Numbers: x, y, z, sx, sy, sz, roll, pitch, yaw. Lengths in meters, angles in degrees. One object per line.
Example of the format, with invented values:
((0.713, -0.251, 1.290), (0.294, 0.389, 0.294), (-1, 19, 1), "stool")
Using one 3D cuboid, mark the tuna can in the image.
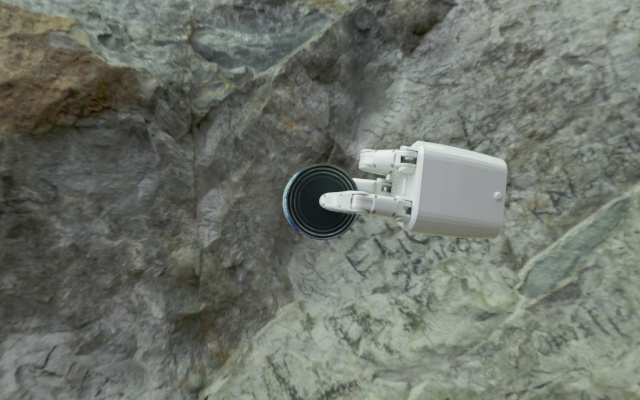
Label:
((0.000, 0.002, 0.549), (0.086, 0.086, 0.034), (0, -1, -14), "tuna can")
